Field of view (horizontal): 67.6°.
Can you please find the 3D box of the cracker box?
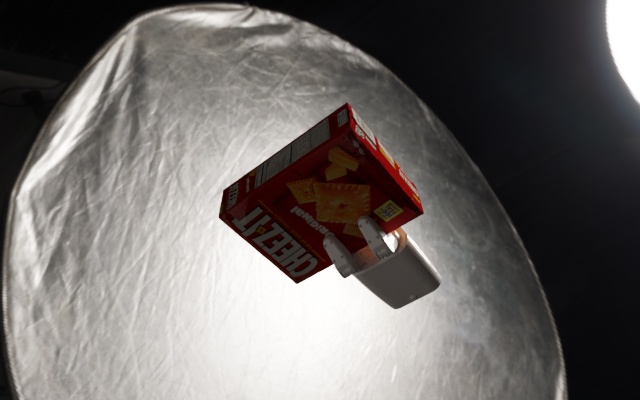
[{"bbox_3d":[0.000,0.002,0.629,0.214,0.164,0.072,-32,31,20],"label":"cracker box"}]
